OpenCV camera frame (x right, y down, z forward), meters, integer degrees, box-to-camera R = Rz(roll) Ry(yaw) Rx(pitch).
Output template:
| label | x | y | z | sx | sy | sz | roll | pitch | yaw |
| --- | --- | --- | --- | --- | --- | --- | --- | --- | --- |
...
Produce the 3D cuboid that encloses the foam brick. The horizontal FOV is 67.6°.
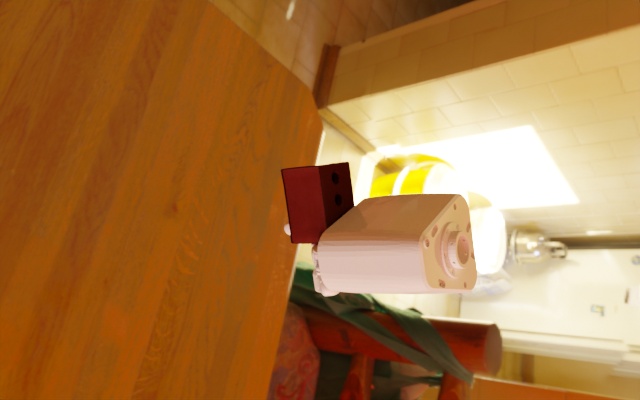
| label | x | y | z | sx | sy | sz | roll | pitch | yaw |
| --- | --- | --- | --- | --- | --- | --- | --- | --- | --- |
| foam brick | 0.000 | 0.001 | 0.486 | 0.051 | 0.078 | 0.053 | -6 | 4 | 41 |
